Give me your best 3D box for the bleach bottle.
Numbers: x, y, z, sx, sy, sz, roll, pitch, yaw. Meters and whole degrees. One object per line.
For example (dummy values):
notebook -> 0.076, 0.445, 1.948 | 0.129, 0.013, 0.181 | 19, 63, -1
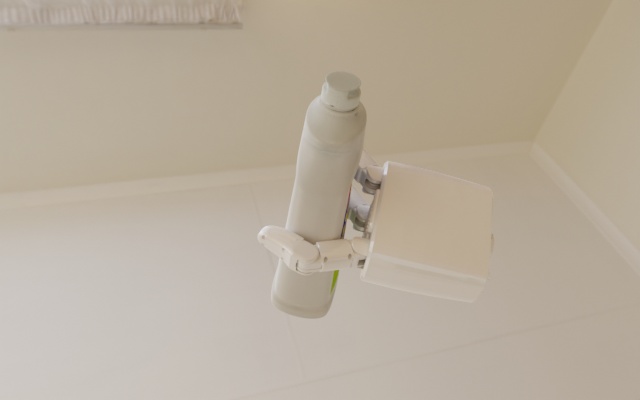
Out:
bleach bottle -> 0.000, 0.001, 0.450 | 0.068, 0.251, 0.102 | 13, 45, 3
